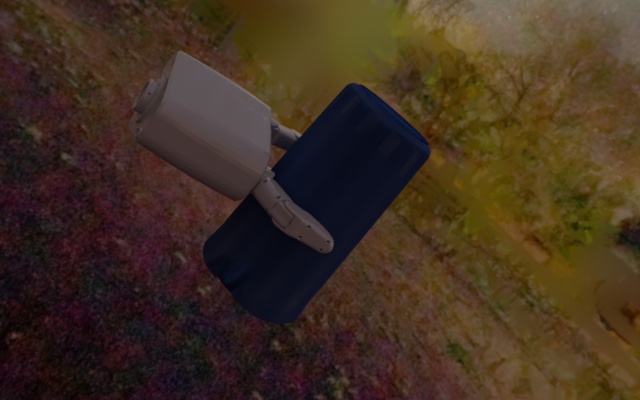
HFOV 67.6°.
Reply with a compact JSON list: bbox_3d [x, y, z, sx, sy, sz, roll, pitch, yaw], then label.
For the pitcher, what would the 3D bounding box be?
[{"bbox_3d":[0.000,0.002,0.511,0.145,0.243,0.149,31,19,-29],"label":"pitcher"}]
